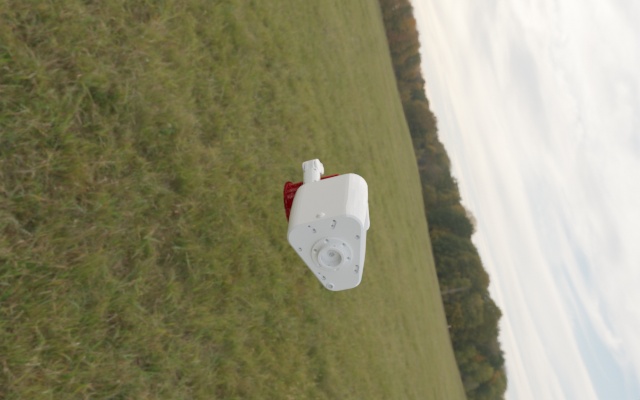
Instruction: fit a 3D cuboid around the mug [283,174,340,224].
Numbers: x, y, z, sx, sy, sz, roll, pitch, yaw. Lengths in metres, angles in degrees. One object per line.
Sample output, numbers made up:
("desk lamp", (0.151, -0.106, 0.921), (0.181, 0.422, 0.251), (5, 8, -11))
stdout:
("mug", (0.000, 0.002, 0.718), (0.081, 0.093, 0.117), (-12, 27, 12))
